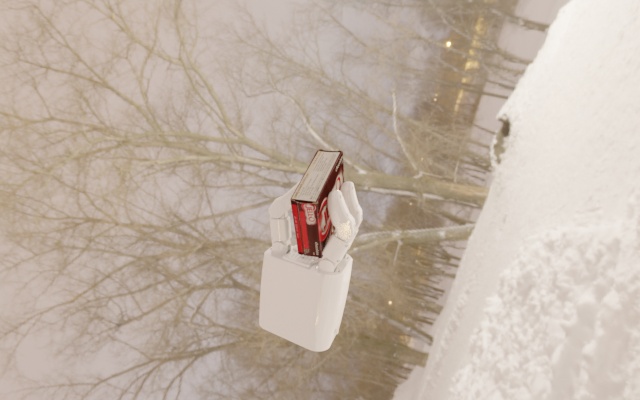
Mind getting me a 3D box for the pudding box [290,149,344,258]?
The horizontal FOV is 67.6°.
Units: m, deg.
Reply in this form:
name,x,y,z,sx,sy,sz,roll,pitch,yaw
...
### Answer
name,x,y,z,sx,sy,sz,roll,pitch,yaw
pudding box,0.000,0.002,0.603,0.039,0.090,0.113,7,40,14
